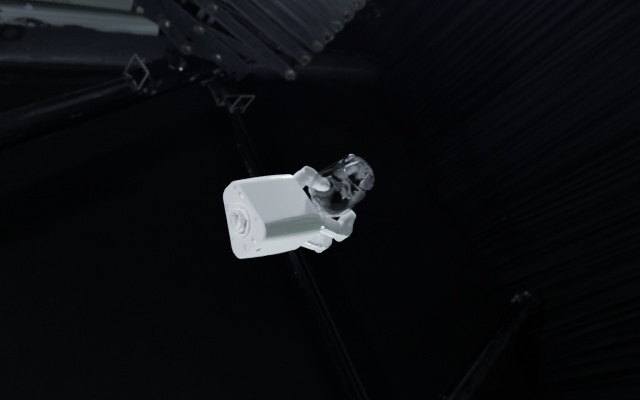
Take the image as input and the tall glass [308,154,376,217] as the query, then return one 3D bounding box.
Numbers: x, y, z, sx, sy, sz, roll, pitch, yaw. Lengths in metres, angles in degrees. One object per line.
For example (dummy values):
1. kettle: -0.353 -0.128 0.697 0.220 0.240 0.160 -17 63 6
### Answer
1. tall glass: 0.000 0.003 0.770 0.079 0.079 0.201 0 -26 -41
